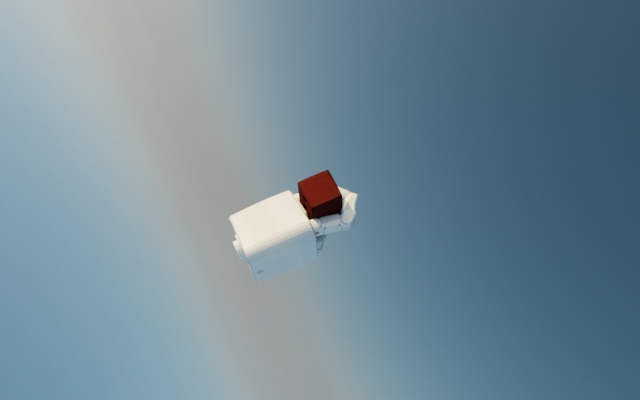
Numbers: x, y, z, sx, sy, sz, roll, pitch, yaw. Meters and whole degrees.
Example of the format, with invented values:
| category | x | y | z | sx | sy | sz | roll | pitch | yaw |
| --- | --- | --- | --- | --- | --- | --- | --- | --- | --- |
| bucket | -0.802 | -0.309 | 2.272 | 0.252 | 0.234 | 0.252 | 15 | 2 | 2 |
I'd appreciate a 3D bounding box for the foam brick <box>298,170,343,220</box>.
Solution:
| category | x | y | z | sx | sy | sz | roll | pitch | yaw |
| --- | --- | --- | --- | --- | --- | --- | --- | --- | --- |
| foam brick | 0.000 | 0.002 | 0.731 | 0.051 | 0.053 | 0.078 | -22 | -31 | -12 |
